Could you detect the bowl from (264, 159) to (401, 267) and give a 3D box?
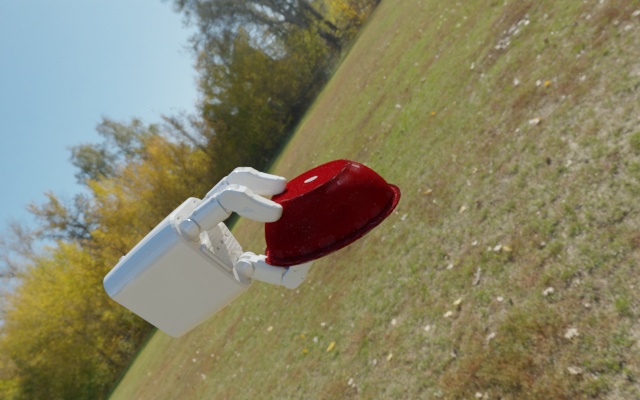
[{"bbox_3d":[0.001,0.001,0.503,0.162,0.055,0.162,-25,15,7],"label":"bowl"}]
